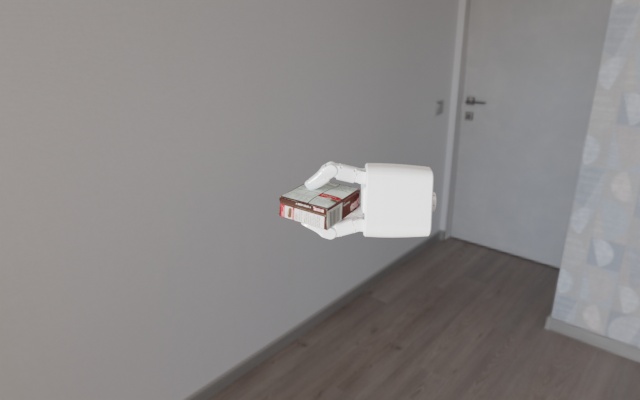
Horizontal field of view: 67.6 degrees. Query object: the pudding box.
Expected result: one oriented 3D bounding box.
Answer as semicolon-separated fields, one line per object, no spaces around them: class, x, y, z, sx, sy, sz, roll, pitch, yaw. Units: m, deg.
pudding box;0.000;0.002;0.770;0.090;0.039;0.113;14;23;27
